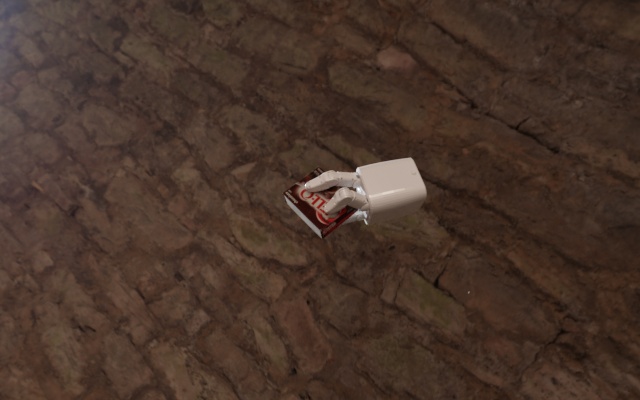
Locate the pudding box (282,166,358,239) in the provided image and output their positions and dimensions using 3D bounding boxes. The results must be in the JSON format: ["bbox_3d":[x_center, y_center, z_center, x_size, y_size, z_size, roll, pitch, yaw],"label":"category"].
[{"bbox_3d":[0.000,0.003,0.877,0.090,0.113,0.039,-37,-31,-19],"label":"pudding box"}]
